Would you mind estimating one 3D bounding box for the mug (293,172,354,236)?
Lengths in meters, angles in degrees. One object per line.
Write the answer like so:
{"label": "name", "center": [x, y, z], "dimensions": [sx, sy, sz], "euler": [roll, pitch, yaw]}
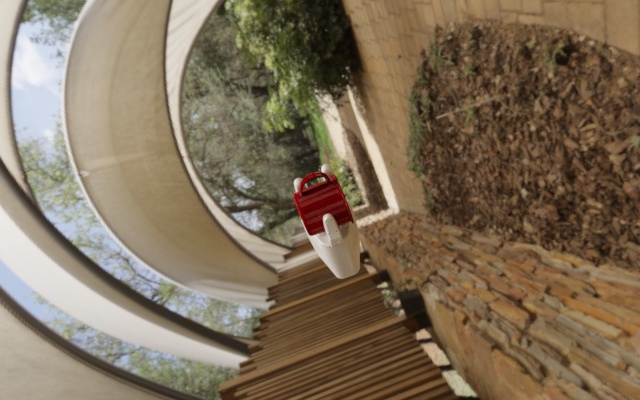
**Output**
{"label": "mug", "center": [0.000, 0.002, 0.823], "dimensions": [0.081, 0.117, 0.093], "euler": [-22, 39, 0]}
